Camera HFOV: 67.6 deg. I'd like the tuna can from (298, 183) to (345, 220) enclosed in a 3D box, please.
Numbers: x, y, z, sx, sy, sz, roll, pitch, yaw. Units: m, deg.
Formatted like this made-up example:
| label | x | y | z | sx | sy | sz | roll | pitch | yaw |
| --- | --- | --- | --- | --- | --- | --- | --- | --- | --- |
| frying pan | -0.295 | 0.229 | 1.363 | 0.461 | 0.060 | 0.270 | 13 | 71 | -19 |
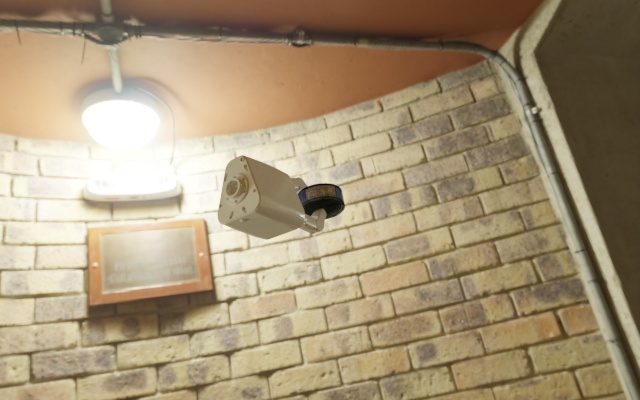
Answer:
| label | x | y | z | sx | sy | sz | roll | pitch | yaw |
| --- | --- | --- | --- | --- | --- | --- | --- | --- | --- |
| tuna can | 0.000 | 0.002 | 0.866 | 0.086 | 0.033 | 0.086 | -7 | -27 | -4 |
